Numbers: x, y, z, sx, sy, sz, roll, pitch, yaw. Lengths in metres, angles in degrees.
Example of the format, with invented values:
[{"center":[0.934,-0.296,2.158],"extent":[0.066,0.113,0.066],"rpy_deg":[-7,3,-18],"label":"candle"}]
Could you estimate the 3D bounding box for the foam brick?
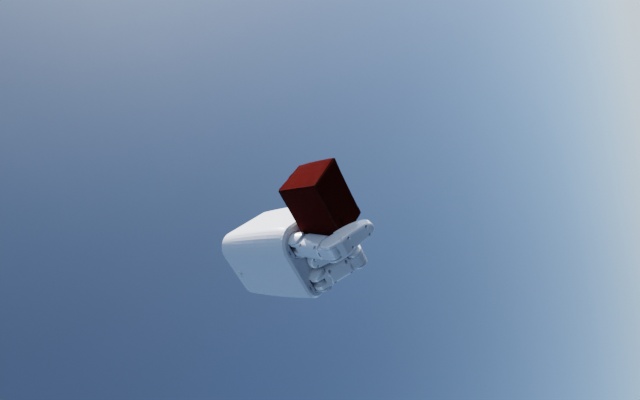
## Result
[{"center":[0.000,0.001,0.527],"extent":[0.051,0.078,0.053],"rpy_deg":[-5,34,36],"label":"foam brick"}]
